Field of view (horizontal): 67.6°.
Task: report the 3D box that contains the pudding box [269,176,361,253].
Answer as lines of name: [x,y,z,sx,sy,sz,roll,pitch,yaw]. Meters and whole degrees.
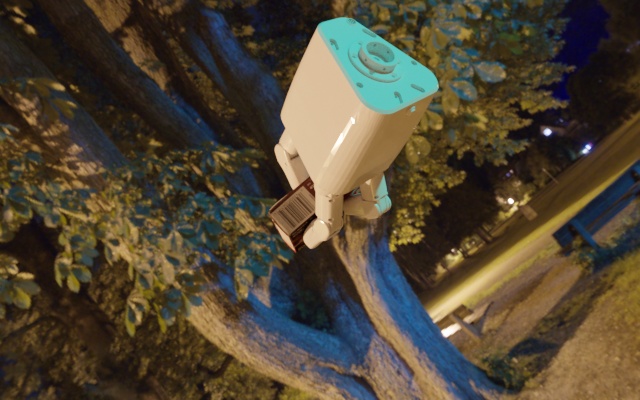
pudding box: [0.000,0.002,0.530,0.113,0.039,0.090,-39,-16,-9]
